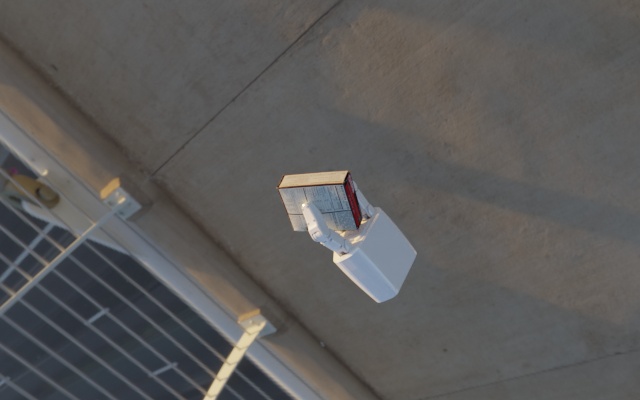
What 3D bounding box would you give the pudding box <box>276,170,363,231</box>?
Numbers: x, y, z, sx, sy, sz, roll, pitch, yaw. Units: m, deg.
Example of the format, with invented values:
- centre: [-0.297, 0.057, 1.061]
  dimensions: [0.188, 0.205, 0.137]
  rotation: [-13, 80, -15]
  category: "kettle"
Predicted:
- centre: [0.000, 0.003, 0.730]
  dimensions: [0.113, 0.090, 0.039]
  rotation: [-4, 35, 21]
  category: "pudding box"
